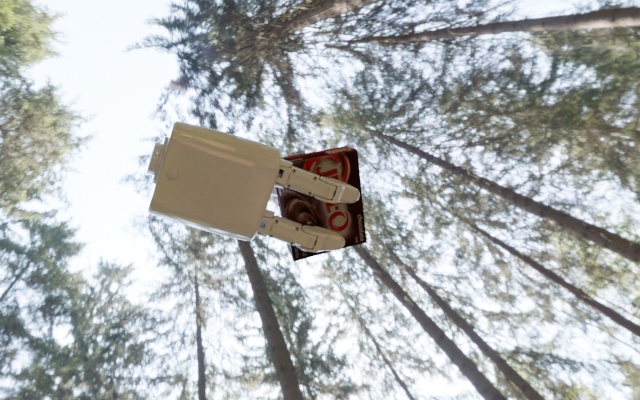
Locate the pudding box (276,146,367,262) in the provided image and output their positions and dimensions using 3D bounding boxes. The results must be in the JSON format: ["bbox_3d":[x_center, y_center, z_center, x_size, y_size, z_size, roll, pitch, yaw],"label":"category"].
[{"bbox_3d":[0.000,0.002,0.532,0.090,0.113,0.039,-13,21,-15],"label":"pudding box"}]
